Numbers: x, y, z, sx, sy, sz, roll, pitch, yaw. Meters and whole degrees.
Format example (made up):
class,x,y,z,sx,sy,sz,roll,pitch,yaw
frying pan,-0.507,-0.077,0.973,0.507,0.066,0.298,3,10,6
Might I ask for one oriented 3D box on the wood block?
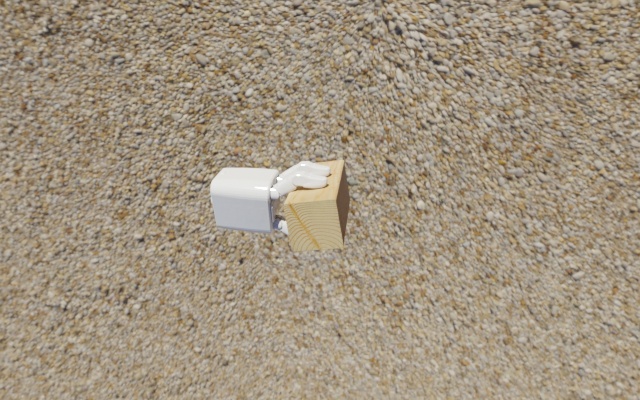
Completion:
class,x,y,z,sx,sy,sz,roll,pitch,yaw
wood block,0.000,0.003,0.873,0.090,0.091,0.206,-6,22,9
